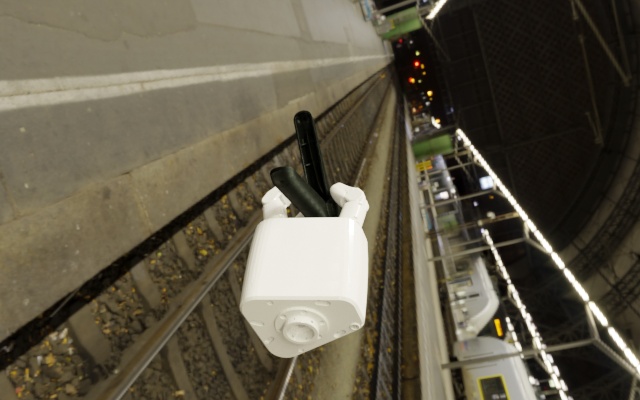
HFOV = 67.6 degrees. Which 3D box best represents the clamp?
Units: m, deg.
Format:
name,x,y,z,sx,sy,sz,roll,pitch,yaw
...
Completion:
name,x,y,z,sx,sy,sz,roll,pitch,yaw
clamp,0.001,0.002,0.579,0.036,0.210,0.164,-13,36,16
